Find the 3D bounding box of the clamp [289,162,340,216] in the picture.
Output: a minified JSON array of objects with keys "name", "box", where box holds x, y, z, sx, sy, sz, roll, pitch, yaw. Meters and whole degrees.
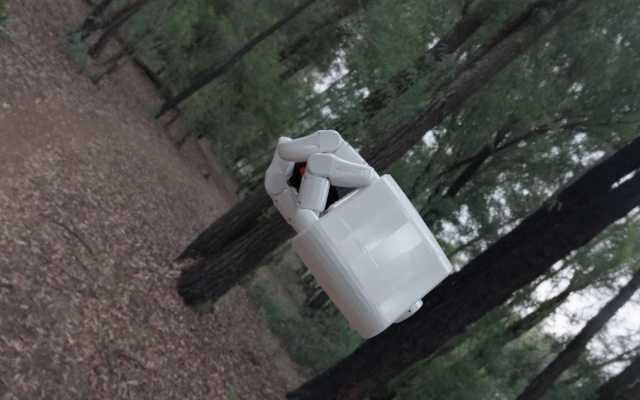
[{"name":"clamp","box":[0.001,0.001,0.529,0.039,0.120,0.171,-34,-5,-5]}]
